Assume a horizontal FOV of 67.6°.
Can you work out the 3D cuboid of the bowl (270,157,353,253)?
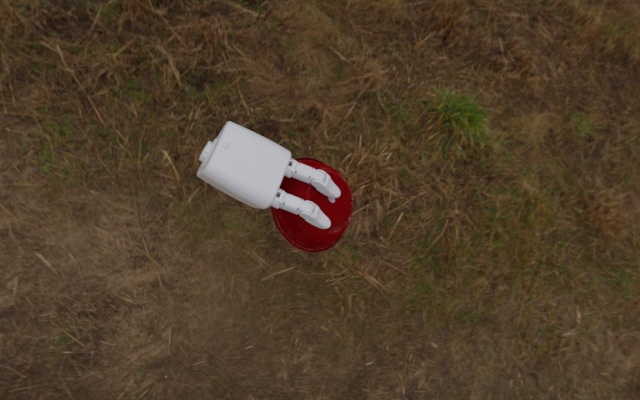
[{"bbox_3d":[0.001,0.003,0.780,0.162,0.162,0.055,0,-9,-38],"label":"bowl"}]
